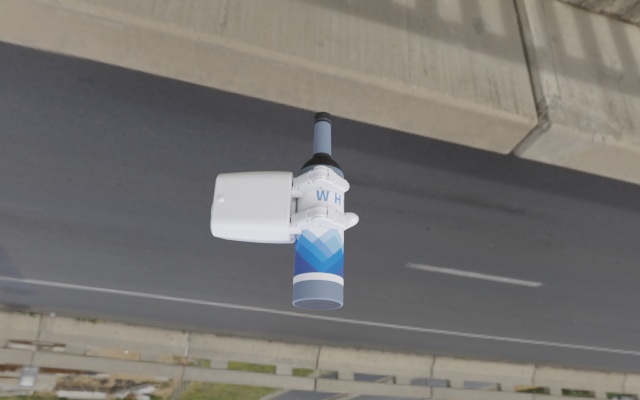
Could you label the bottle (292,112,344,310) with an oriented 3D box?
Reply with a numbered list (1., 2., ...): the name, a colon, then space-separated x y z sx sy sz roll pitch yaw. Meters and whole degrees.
1. bottle: 0.000 0.002 0.684 0.069 0.295 0.069 1 -25 1
